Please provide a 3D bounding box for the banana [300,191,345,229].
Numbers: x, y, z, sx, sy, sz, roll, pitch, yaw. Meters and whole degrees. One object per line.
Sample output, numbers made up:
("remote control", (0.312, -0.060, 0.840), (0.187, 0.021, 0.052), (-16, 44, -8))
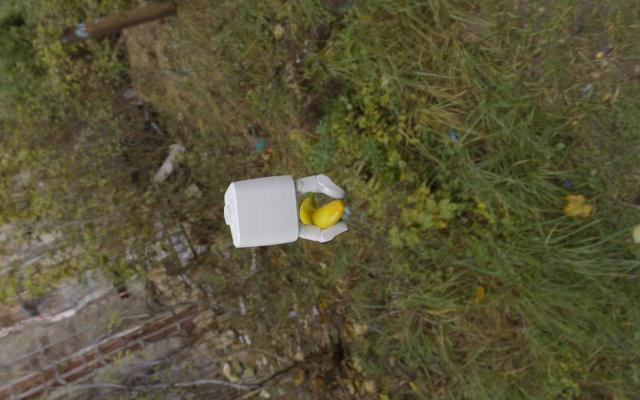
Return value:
("banana", (-0.004, 0.021, 0.883), (0.037, 0.069, 0.197), (9, 5, -19))
